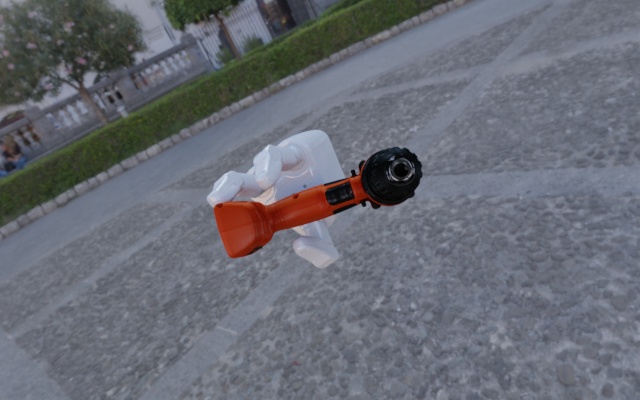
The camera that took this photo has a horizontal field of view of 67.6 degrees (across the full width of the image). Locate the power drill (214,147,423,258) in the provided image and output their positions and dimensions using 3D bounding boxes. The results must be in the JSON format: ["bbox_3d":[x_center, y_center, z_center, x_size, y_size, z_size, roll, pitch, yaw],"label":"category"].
[{"bbox_3d":[0.000,0.002,0.455,0.187,0.057,0.184,-17,-4,1],"label":"power drill"}]
